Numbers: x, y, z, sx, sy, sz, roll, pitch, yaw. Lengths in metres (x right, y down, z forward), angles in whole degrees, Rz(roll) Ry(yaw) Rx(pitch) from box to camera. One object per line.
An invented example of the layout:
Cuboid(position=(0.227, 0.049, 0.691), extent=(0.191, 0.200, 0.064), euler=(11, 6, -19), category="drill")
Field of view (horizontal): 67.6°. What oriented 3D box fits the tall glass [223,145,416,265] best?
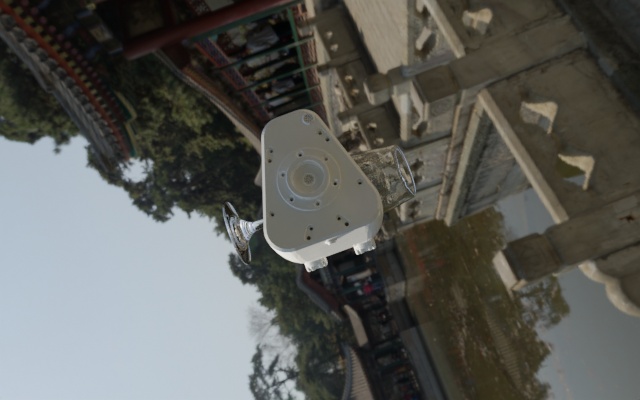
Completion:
Cuboid(position=(-0.001, 0.002, 0.527), extent=(0.201, 0.079, 0.079), euler=(-20, 0, 1), category="tall glass")
